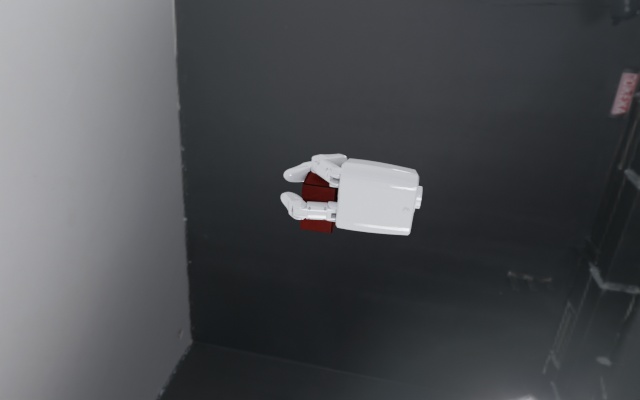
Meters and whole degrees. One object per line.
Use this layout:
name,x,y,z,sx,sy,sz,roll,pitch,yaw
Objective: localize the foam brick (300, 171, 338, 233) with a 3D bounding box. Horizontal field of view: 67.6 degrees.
foam brick,0.000,0.003,0.722,0.051,0.078,0.053,8,27,6
